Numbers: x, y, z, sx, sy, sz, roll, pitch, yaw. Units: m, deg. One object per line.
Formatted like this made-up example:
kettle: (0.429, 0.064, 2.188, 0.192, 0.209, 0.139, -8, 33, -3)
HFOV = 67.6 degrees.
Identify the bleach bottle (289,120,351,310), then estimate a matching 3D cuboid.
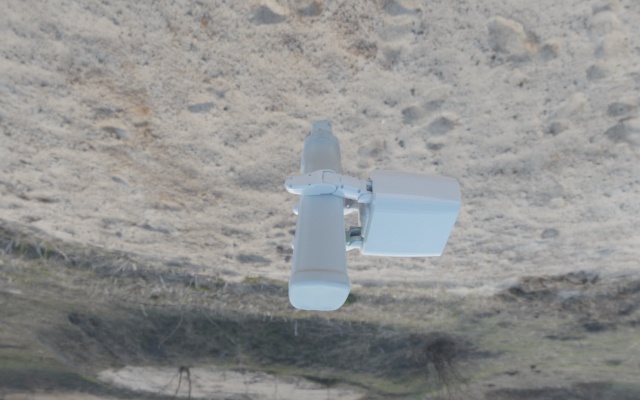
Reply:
bleach bottle: (0.000, 0.002, 0.598, 0.068, 0.250, 0.103, 3, -29, -4)
